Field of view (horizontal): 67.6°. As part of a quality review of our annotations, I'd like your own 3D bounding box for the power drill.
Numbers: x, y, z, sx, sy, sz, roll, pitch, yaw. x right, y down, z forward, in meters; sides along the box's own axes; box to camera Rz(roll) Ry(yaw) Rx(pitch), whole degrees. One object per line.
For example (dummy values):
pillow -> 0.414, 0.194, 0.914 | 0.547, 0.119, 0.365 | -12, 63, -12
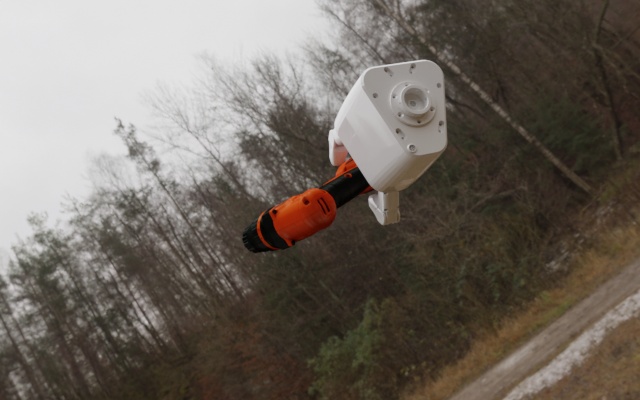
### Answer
power drill -> 0.001, 0.002, 0.617 | 0.187, 0.057, 0.184 | -35, 7, -36
